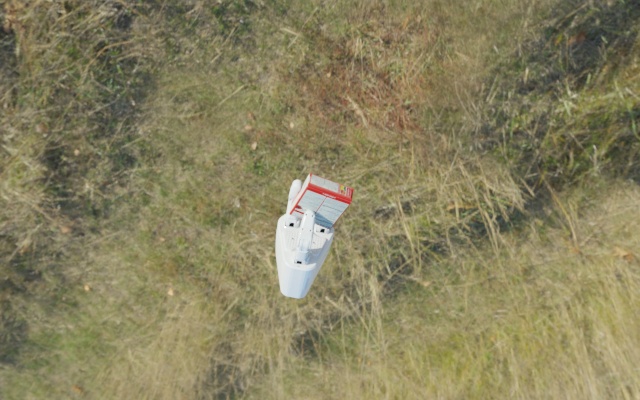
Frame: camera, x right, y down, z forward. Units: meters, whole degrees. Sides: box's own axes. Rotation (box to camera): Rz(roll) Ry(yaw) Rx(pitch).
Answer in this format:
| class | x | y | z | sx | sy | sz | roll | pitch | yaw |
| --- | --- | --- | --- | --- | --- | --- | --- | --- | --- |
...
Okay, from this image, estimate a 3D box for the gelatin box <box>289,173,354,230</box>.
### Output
| class | x | y | z | sx | sy | sz | roll | pitch | yaw |
| --- | --- | --- | --- | --- | --- | --- | --- | --- | --- |
| gelatin box | 0.000 | 0.003 | 0.743 | 0.073 | 0.030 | 0.089 | 20 | -37 | -12 |
